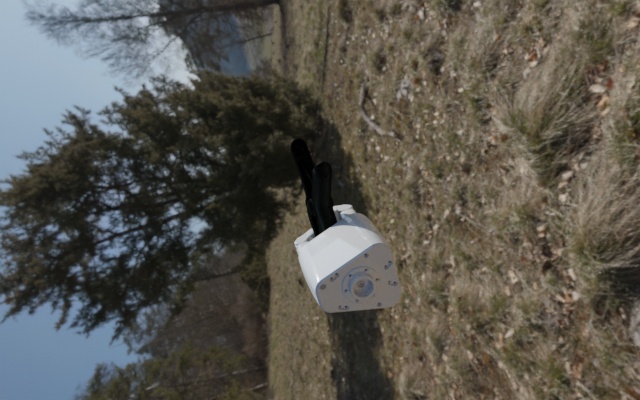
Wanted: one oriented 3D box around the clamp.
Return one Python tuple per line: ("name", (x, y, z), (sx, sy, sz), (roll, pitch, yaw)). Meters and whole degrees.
("clamp", (0.000, 0.003, 0.675), (0.039, 0.171, 0.120), (-19, 20, -7))
